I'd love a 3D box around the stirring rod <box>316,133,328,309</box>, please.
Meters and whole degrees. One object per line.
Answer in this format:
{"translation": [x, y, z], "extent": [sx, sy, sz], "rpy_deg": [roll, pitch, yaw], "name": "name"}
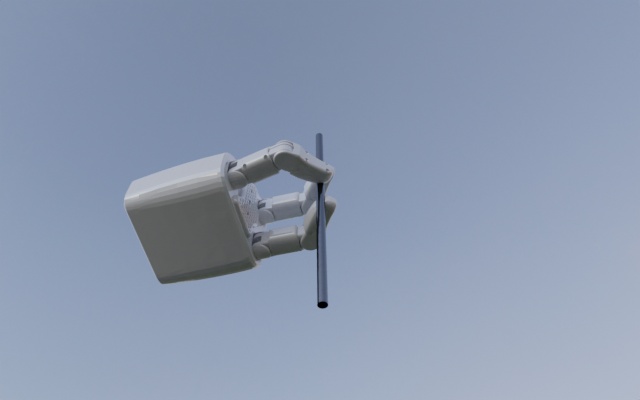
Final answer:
{"translation": [0.000, 0.001, 0.434], "extent": [0.011, 0.011, 0.239], "rpy_deg": [0, 37, -1], "name": "stirring rod"}
